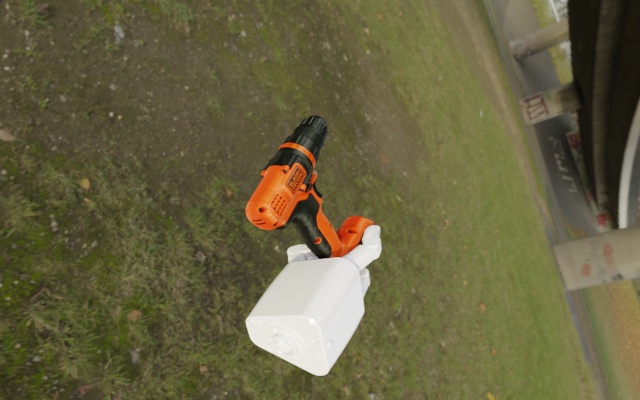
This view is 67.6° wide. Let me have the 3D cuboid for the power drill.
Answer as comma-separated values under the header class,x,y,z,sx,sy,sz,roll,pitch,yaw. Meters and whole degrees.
class,x,y,z,sx,sy,sz,roll,pitch,yaw
power drill,0.000,0.003,0.643,0.057,0.184,0.188,-9,-48,45
